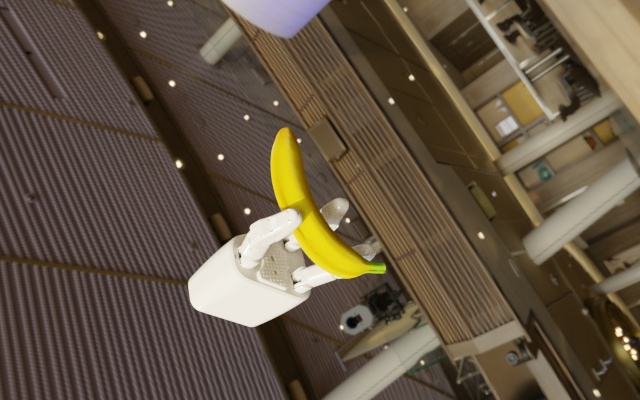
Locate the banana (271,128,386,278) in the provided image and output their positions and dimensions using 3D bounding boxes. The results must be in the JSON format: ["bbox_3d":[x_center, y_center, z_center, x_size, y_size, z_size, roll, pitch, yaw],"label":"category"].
[{"bbox_3d":[-0.010,0.010,0.517,0.069,0.198,0.037,-25,-11,-45],"label":"banana"}]
